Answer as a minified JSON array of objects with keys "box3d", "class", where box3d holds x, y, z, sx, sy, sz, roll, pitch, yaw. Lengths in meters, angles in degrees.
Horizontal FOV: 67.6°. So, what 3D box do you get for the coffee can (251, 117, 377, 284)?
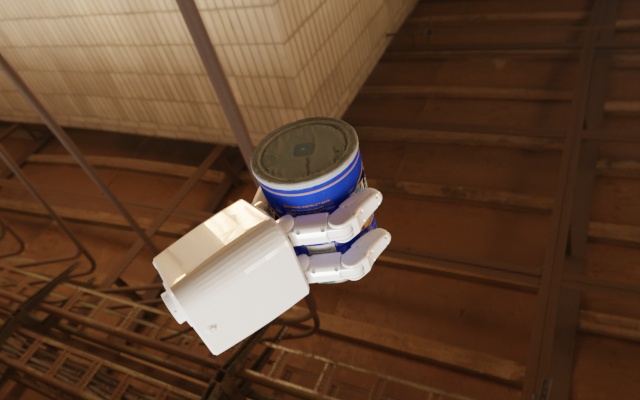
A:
[{"box3d":[0.000,0.001,0.487,0.103,0.140,0.102,-10,41,9],"class":"coffee can"}]
